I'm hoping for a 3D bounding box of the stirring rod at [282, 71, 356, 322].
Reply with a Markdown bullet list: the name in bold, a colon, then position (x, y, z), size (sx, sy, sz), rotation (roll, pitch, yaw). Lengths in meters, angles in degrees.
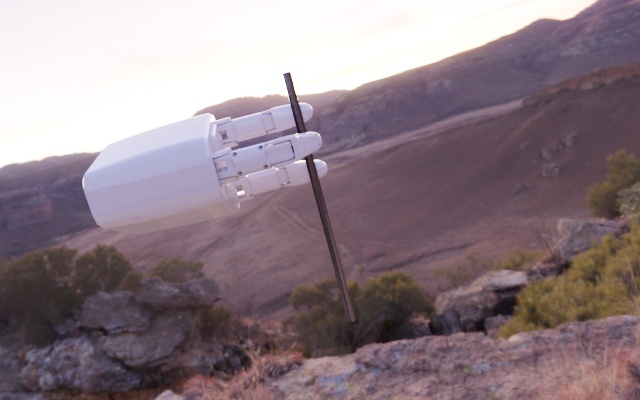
- **stirring rod**: position (0.000, 0.002, 0.443), size (0.011, 0.239, 0.011), rotation (-14, 10, 3)
